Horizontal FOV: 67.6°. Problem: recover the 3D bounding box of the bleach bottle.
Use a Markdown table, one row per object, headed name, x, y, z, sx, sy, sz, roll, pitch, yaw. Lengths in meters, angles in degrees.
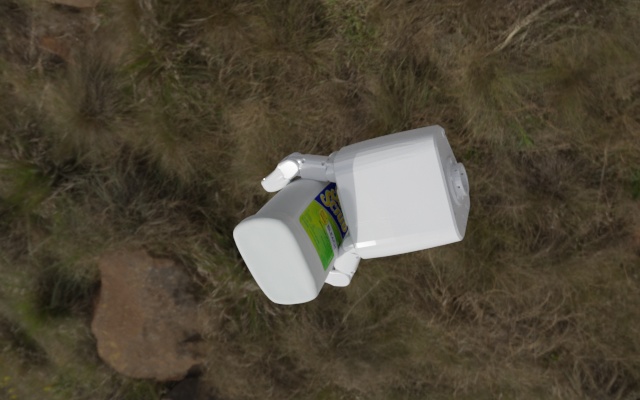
| name | x | y | z | sx | sy | sz | roll | pitch | yaw |
| --- | --- | --- | --- | --- | --- | --- | --- | --- | --- |
| bleach bottle | 0.000 | 0.002 | 0.547 | 0.068 | 0.103 | 0.250 | -12 | 24 | 28 |
